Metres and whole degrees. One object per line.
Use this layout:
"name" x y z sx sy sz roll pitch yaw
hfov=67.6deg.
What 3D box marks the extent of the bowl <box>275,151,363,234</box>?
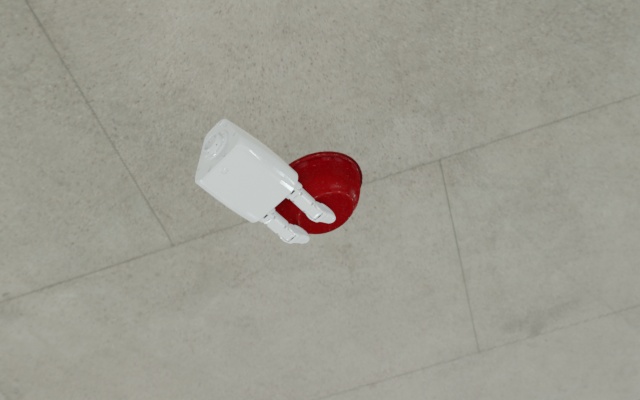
"bowl" 0.001 0.003 0.748 0.162 0.162 0.055 0 43 -27
